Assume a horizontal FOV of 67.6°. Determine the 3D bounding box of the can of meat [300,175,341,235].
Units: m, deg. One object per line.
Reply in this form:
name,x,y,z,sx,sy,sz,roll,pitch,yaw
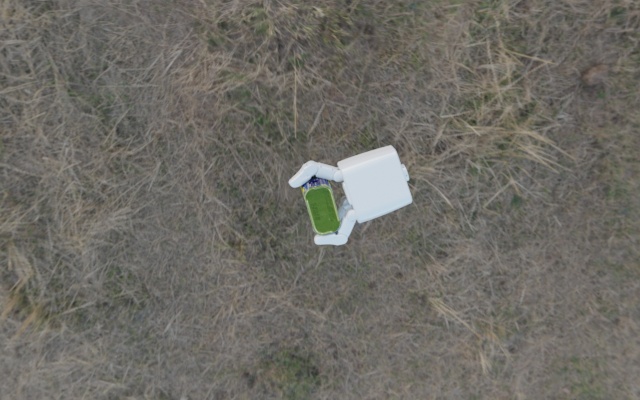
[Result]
can of meat,0.000,0.003,0.883,0.057,0.102,0.084,-16,24,0
